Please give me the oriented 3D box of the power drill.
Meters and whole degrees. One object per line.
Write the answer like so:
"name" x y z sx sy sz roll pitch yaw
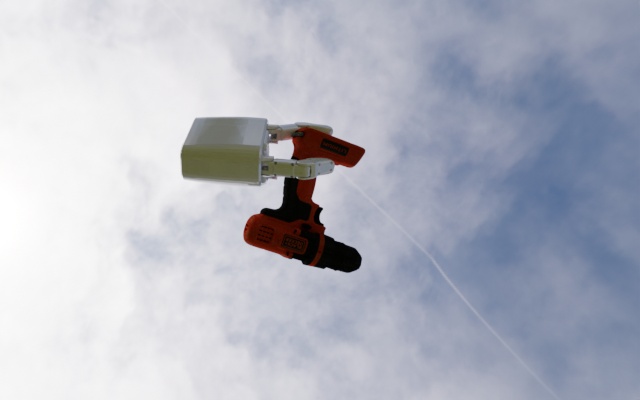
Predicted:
"power drill" 0.000 0.002 0.691 0.184 0.187 0.057 19 -3 -22
